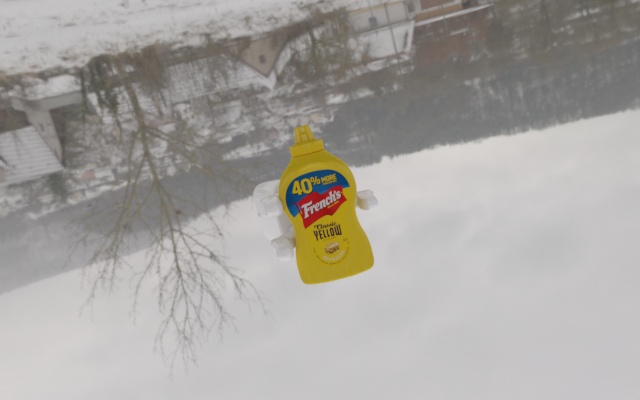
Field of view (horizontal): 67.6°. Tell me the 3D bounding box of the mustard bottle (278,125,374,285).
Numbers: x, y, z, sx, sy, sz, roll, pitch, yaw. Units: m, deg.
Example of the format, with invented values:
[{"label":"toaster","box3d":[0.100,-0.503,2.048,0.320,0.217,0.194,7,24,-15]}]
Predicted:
[{"label":"mustard bottle","box3d":[0.000,0.002,0.591,0.096,0.191,0.058,-14,8,2]}]
